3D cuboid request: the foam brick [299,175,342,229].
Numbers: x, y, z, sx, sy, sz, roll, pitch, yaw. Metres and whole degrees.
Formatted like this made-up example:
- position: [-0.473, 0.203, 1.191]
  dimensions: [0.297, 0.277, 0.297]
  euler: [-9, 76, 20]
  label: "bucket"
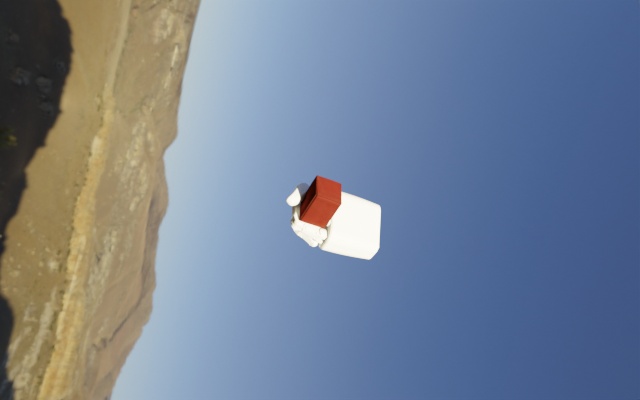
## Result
- position: [0.000, 0.003, 0.870]
  dimensions: [0.051, 0.053, 0.078]
  euler: [18, -45, -16]
  label: "foam brick"
